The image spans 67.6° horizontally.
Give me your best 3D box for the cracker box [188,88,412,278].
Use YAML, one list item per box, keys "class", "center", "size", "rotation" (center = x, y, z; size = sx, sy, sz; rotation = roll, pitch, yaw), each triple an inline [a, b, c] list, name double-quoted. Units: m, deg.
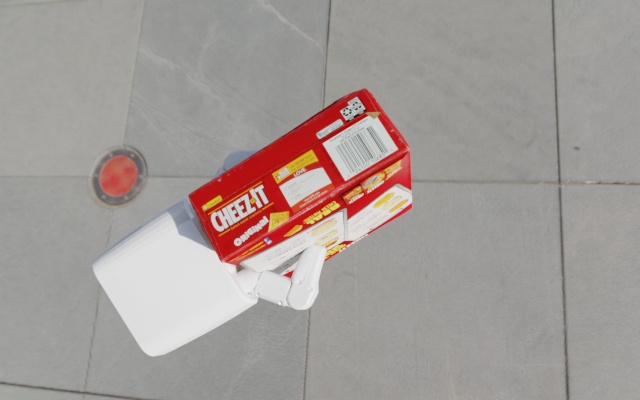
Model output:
- class: "cracker box"
  center: [0.000, 0.002, 0.454]
  size: [0.164, 0.072, 0.214]
  rotation: [-32, -16, 3]
